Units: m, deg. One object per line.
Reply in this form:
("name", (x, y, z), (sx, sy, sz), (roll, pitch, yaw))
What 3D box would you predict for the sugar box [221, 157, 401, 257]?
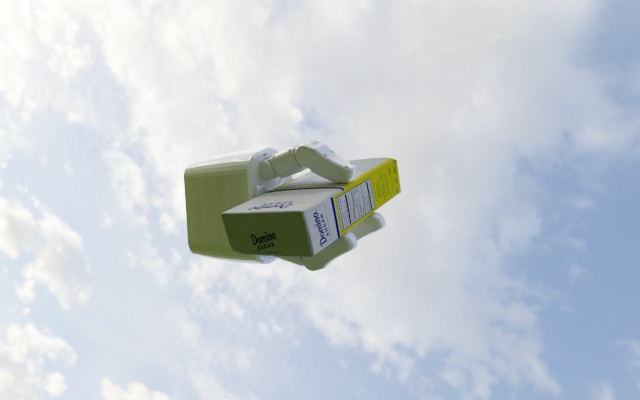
("sugar box", (0.000, 0.002, 0.462), (0.093, 0.048, 0.176), (-2, 19, 35))
